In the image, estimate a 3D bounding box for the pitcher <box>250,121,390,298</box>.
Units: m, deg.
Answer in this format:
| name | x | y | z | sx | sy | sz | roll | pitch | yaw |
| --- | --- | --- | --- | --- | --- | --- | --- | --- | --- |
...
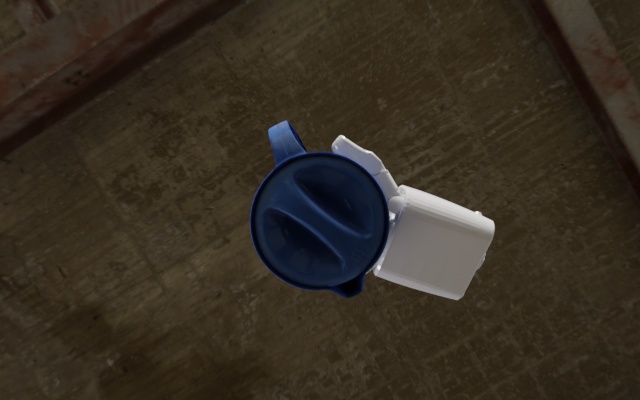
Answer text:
| name | x | y | z | sx | sy | sz | roll | pitch | yaw |
| --- | --- | --- | --- | --- | --- | --- | --- | --- | --- |
| pitcher | 0.000 | 0.002 | 0.564 | 0.145 | 0.149 | 0.243 | 19 | 5 | 1 |
